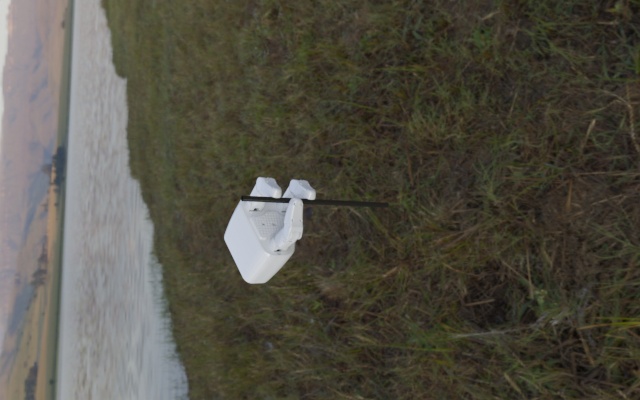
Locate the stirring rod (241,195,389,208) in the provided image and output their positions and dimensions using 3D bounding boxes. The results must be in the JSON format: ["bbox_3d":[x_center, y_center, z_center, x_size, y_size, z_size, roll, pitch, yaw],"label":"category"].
[{"bbox_3d":[0.000,0.002,0.699,0.239,0.011,0.011,3,-1,-28],"label":"stirring rod"}]
